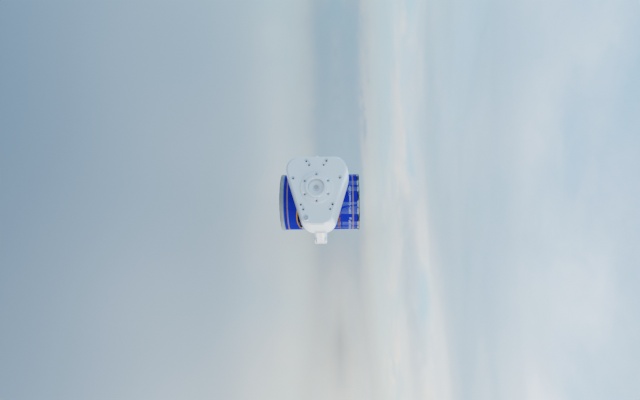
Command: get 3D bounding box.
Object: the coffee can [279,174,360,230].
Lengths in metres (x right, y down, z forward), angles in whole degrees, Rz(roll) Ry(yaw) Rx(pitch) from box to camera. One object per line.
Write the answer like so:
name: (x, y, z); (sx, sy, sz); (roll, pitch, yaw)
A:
coffee can: (0.000, 0.003, 0.876); (0.140, 0.103, 0.103); (-1, 0, 2)
